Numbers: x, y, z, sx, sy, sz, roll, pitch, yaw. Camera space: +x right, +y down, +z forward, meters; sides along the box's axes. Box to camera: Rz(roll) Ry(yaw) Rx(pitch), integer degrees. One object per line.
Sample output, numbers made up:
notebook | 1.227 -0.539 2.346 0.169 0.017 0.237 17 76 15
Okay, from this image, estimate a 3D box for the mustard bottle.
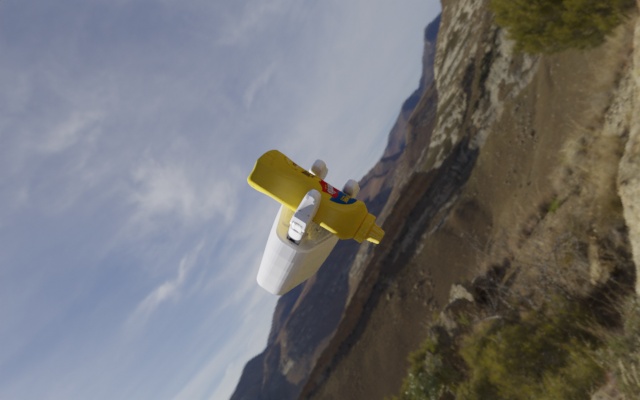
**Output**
mustard bottle | 0.000 0.002 0.647 0.191 0.058 0.096 31 11 5
